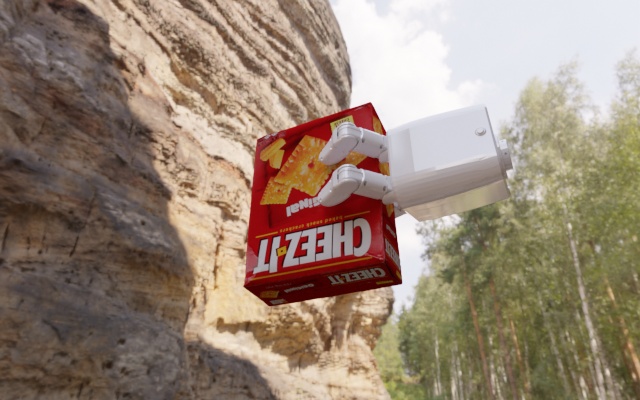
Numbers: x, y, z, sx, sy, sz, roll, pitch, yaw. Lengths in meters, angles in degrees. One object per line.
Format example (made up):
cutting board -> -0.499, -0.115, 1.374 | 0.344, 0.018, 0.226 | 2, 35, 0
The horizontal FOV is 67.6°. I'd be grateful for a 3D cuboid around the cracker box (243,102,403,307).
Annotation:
cracker box -> 0.000, 0.002, 0.563 | 0.164, 0.213, 0.072 | -14, -36, 20
